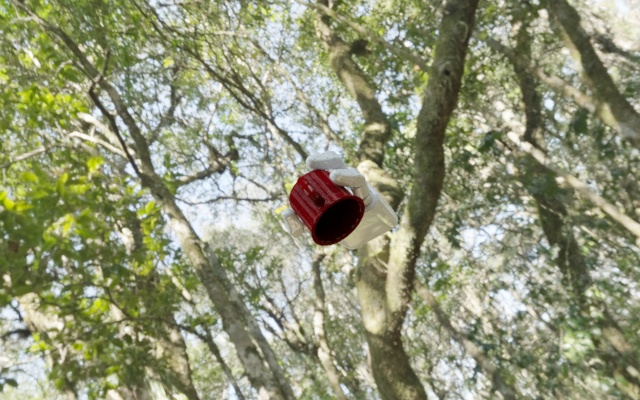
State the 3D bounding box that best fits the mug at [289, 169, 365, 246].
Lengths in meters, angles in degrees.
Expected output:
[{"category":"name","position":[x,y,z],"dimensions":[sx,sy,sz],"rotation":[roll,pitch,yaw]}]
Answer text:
[{"category":"mug","position":[-0.001,0.002,0.704],"dimensions":[0.081,0.093,0.117],"rotation":[48,5,37]}]
